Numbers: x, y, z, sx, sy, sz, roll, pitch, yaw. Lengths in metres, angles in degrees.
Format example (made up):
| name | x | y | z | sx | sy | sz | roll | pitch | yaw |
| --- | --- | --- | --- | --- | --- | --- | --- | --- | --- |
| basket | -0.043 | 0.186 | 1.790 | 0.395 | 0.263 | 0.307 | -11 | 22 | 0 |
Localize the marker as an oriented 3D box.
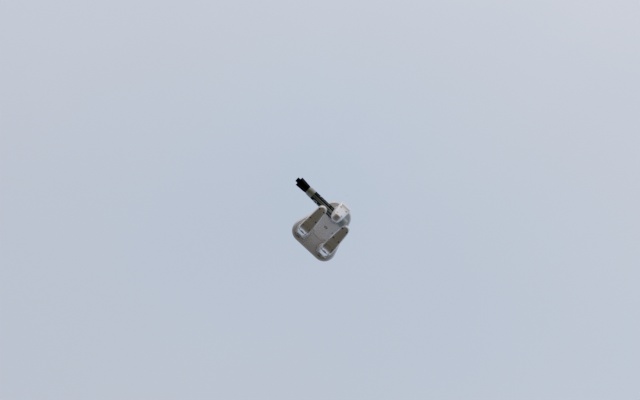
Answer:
| name | x | y | z | sx | sy | sz | roll | pitch | yaw |
| --- | --- | --- | --- | --- | --- | --- | --- | --- | --- |
| marker | 0.000 | 0.003 | 0.869 | 0.121 | 0.020 | 0.020 | 44 | 1 | 1 |
